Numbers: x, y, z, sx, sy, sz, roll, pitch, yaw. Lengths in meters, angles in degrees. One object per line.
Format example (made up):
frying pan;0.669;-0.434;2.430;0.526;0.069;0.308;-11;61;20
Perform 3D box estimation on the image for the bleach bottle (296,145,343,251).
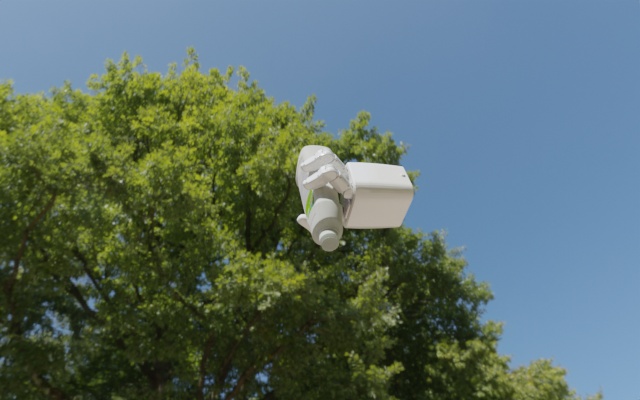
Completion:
bleach bottle;0.000;0.003;0.843;0.068;0.103;0.250;2;35;-9
